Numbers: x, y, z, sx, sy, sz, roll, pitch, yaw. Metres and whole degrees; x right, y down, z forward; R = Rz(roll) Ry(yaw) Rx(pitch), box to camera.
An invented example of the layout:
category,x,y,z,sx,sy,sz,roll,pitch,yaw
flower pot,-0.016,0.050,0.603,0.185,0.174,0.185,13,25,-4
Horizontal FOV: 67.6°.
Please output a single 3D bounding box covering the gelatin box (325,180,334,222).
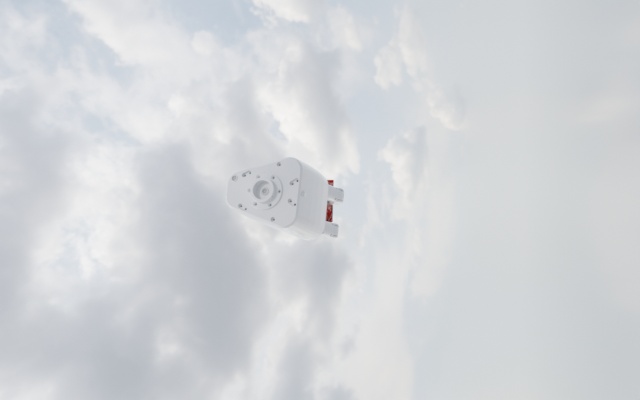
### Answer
category,x,y,z,sx,sy,sz,roll,pitch,yaw
gelatin box,0.000,0.003,0.777,0.030,0.073,0.089,2,3,13
